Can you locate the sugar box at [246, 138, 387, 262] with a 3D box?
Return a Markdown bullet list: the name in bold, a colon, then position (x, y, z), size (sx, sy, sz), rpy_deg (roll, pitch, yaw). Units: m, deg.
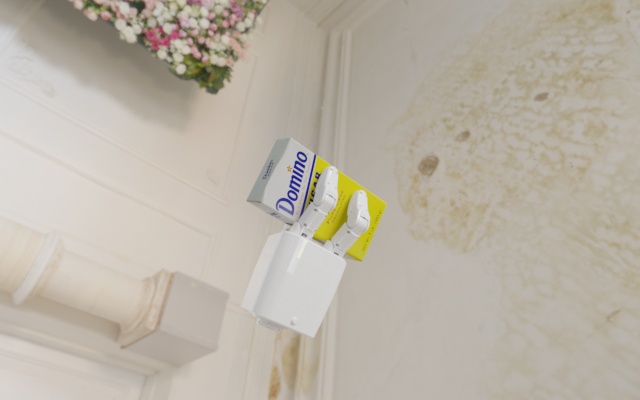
- **sugar box**: position (0.000, 0.002, 0.630), size (0.176, 0.093, 0.048), rpy_deg (32, -15, -31)
